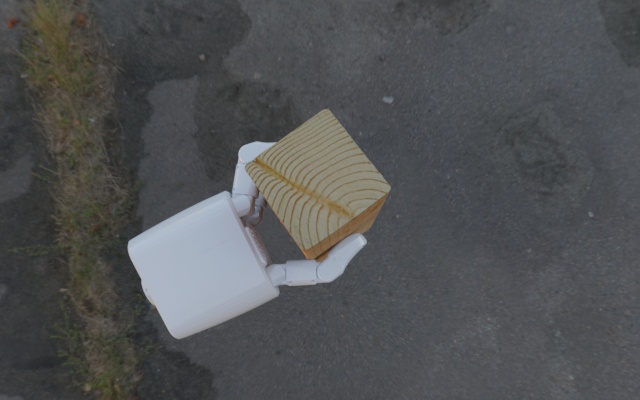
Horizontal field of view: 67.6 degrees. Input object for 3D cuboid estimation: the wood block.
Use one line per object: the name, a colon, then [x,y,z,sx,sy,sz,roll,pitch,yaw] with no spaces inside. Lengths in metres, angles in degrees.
wood block: [0.000,0.002,0.490,0.090,0.091,0.206,-36,-10,-5]
